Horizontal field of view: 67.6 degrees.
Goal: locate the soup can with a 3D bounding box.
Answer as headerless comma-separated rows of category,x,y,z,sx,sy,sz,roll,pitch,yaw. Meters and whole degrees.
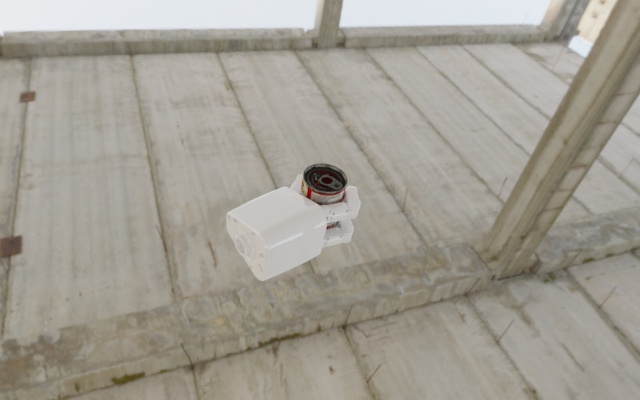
soup can,0.000,0.002,0.749,0.068,0.102,0.068,6,42,-6
